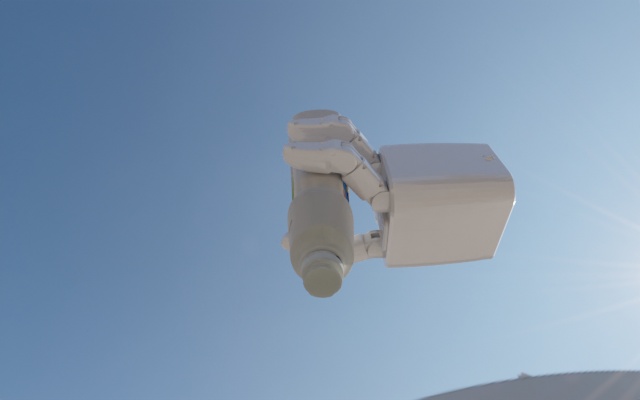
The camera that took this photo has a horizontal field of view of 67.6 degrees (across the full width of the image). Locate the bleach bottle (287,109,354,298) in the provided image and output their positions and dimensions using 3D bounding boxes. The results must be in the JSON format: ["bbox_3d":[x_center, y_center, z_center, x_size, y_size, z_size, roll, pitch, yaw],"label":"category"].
[{"bbox_3d":[0.000,0.001,0.450,0.068,0.103,0.250,-4,31,1],"label":"bleach bottle"}]
